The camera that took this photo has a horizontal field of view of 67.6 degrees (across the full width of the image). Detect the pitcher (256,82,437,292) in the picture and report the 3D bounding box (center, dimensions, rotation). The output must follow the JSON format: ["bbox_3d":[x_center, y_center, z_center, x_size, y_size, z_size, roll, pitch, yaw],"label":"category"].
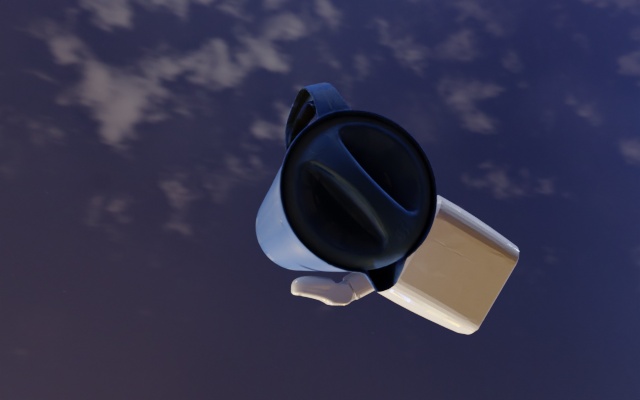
[{"bbox_3d":[0.000,0.002,0.487,0.145,0.149,0.243,28,-17,-9],"label":"pitcher"}]
